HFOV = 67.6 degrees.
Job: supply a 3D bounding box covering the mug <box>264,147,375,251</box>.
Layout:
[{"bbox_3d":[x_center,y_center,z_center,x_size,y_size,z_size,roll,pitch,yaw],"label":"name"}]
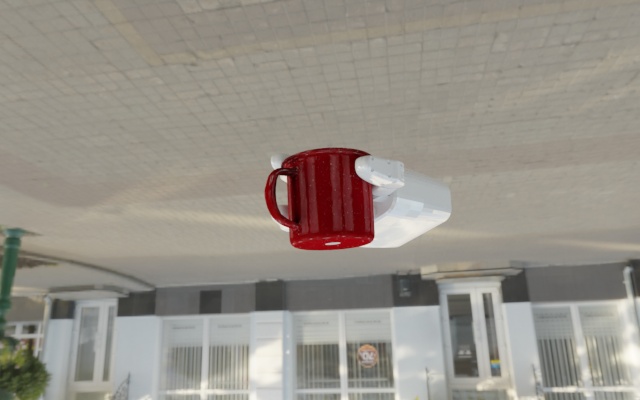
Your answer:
[{"bbox_3d":[-0.001,0.002,0.453,0.117,0.081,0.093,8,-18,-38],"label":"mug"}]
